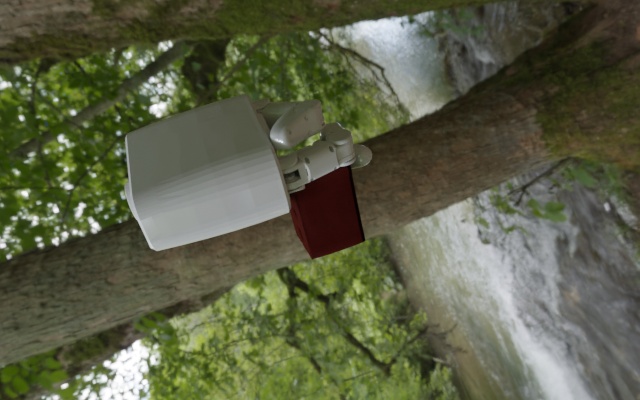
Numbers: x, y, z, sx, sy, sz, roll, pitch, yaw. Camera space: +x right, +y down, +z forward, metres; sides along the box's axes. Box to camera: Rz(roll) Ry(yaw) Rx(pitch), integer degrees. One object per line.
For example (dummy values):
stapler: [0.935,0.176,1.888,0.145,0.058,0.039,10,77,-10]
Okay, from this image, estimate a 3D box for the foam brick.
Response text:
foam brick: [0.000,0.002,0.416,0.051,0.078,0.053,-20,29,-12]
